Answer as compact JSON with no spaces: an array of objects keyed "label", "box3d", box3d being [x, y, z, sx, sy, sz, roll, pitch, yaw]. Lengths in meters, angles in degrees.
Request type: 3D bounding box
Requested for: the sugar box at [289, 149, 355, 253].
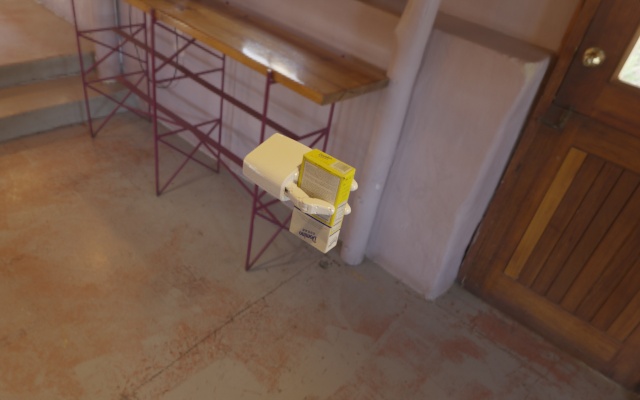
[{"label":"sugar box","box3d":[0.000,0.003,0.892,0.093,0.176,0.048,31,40,24]}]
